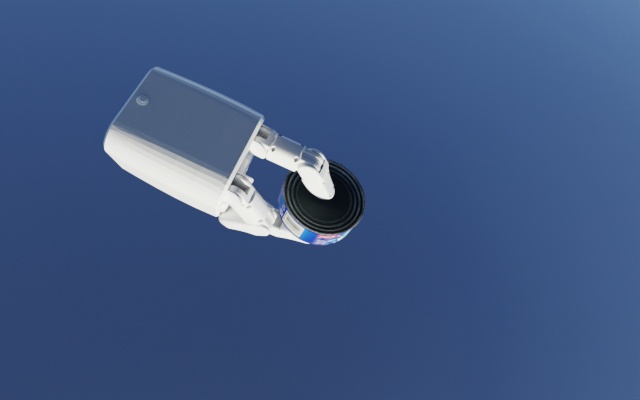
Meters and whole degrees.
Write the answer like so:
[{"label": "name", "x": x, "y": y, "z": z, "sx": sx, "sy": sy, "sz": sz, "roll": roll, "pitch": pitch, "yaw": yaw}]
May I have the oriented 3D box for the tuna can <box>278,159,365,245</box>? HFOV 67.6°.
[{"label": "tuna can", "x": 0.000, "y": 0.002, "z": 0.489, "sx": 0.086, "sy": 0.086, "sz": 0.034, "roll": 0, "pitch": -26, "yaw": -19}]
